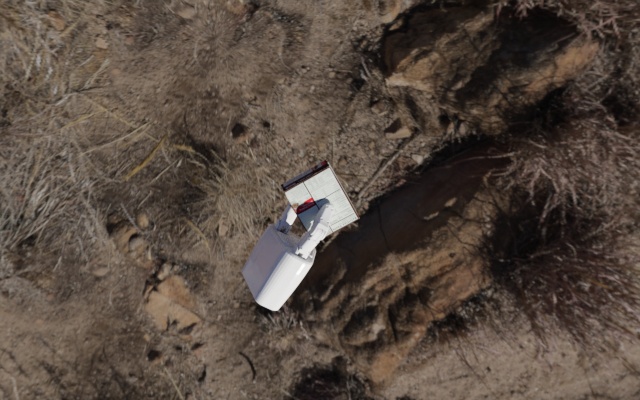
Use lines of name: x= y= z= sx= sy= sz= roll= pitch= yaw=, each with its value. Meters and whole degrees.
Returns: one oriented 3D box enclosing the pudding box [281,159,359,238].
pudding box: x=0.000 y=0.003 z=0.794 sx=0.090 sy=0.113 sz=0.039 roll=-29 pitch=24 yaw=2
